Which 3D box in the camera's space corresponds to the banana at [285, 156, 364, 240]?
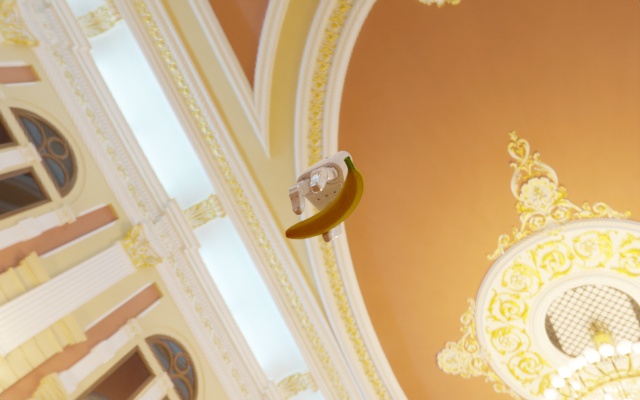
[{"bbox_3d":[0.017,0.012,0.819,0.069,0.198,0.037,37,27,-3],"label":"banana"}]
